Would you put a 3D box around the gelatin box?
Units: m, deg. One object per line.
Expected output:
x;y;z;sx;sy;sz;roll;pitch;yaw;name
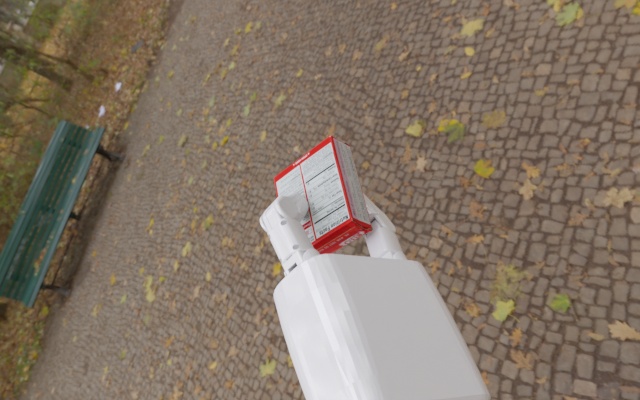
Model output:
0.000;0.001;0.407;0.073;0.089;0.030;-34;-37;30;gelatin box
